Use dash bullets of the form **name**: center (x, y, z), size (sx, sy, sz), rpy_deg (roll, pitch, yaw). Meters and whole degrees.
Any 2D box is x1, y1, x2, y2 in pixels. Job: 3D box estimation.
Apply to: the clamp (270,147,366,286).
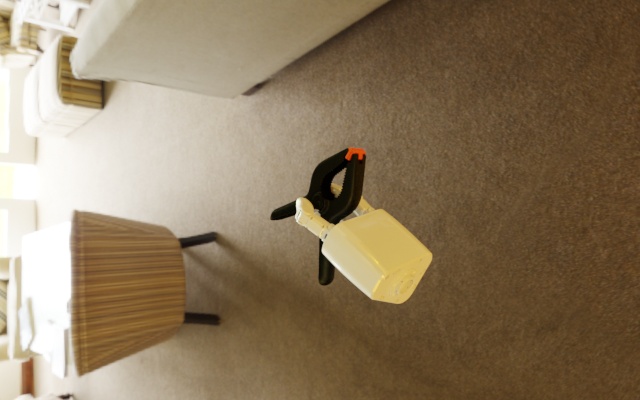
- **clamp**: center (0.000, 0.002, 0.737), size (0.036, 0.210, 0.164), rpy_deg (-2, 34, -47)
